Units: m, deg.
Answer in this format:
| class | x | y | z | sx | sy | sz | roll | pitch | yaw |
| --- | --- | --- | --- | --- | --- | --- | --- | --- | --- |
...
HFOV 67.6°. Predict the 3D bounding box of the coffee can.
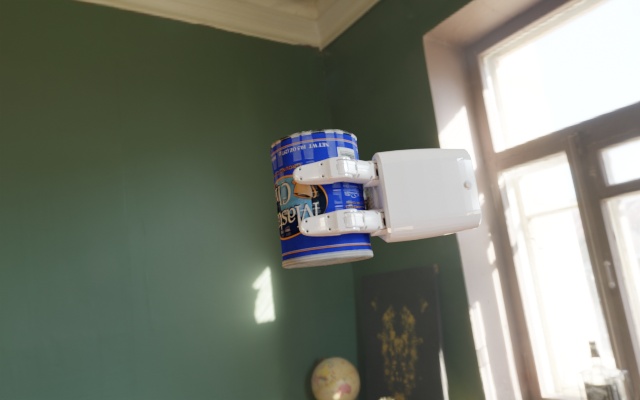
| class | x | y | z | sx | sy | sz | roll | pitch | yaw |
| --- | --- | --- | --- | --- | --- | --- | --- | --- | --- |
| coffee can | 0.000 | 0.002 | 0.549 | 0.103 | 0.140 | 0.103 | -7 | -10 | -1 |
